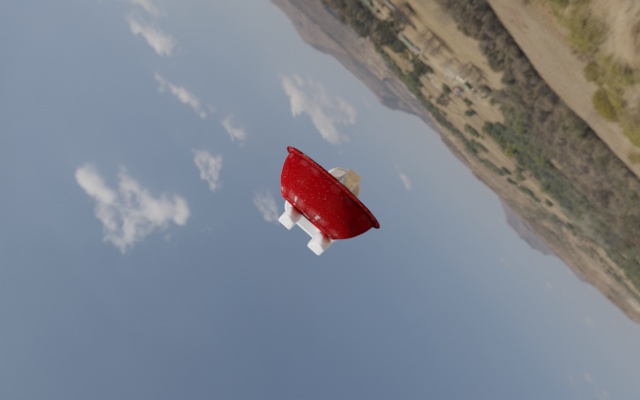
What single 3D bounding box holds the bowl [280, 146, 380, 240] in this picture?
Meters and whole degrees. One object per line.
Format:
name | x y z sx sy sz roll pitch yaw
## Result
bowl | 0.000 0.002 0.628 0.162 0.055 0.162 41 -5 4
